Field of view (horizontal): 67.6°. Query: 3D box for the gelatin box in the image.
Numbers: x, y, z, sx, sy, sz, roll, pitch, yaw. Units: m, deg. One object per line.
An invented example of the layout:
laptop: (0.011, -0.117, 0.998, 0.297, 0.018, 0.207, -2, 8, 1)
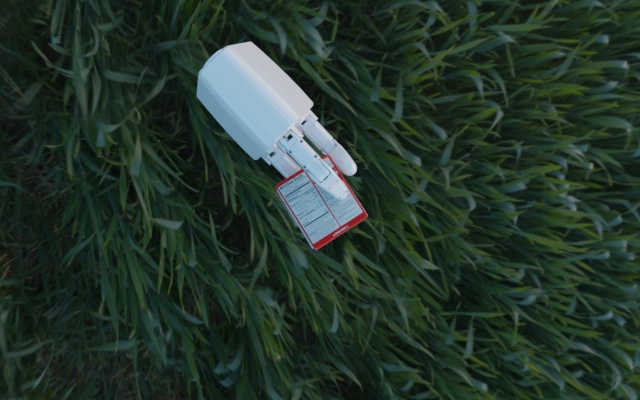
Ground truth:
gelatin box: (0.000, 0.002, 0.556, 0.073, 0.089, 0.030, -32, -1, -8)
